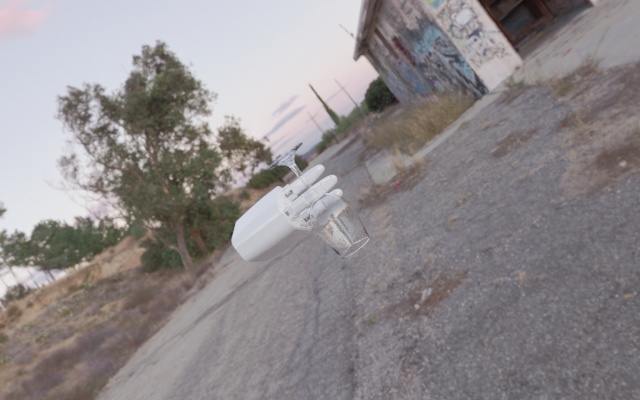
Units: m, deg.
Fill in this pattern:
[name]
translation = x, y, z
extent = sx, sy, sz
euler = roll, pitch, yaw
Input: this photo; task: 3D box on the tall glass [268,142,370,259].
[tall glass]
translation = 0.000, 0.002, 0.816
extent = 0.079, 0.201, 0.079
euler = -38, 2, 2
